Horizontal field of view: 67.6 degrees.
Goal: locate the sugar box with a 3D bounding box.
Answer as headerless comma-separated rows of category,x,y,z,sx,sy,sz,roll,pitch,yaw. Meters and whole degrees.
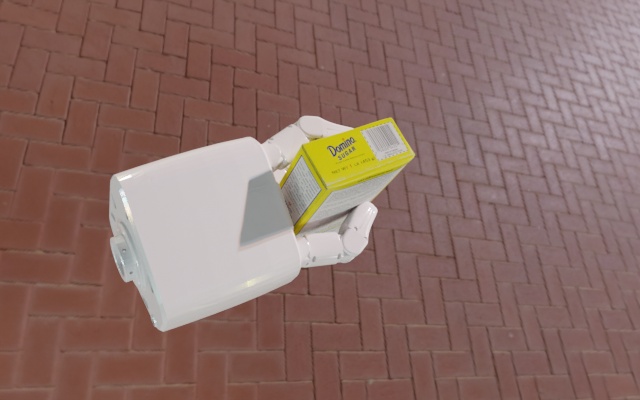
sugar box,0.000,0.001,0.429,0.093,0.048,0.176,-20,-15,-32
